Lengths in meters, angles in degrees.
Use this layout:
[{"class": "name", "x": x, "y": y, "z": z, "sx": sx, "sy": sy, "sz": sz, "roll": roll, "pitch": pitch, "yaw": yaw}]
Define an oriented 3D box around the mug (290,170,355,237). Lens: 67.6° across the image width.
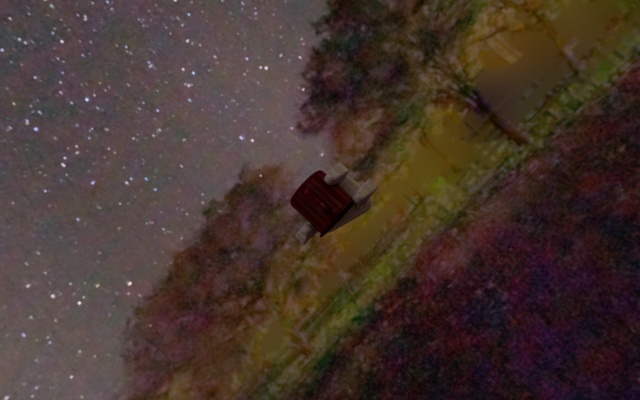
[{"class": "mug", "x": 0.000, "y": 0.003, "z": 0.810, "sx": 0.081, "sy": 0.093, "sz": 0.117, "roll": 43, "pitch": 8, "yaw": 8}]
